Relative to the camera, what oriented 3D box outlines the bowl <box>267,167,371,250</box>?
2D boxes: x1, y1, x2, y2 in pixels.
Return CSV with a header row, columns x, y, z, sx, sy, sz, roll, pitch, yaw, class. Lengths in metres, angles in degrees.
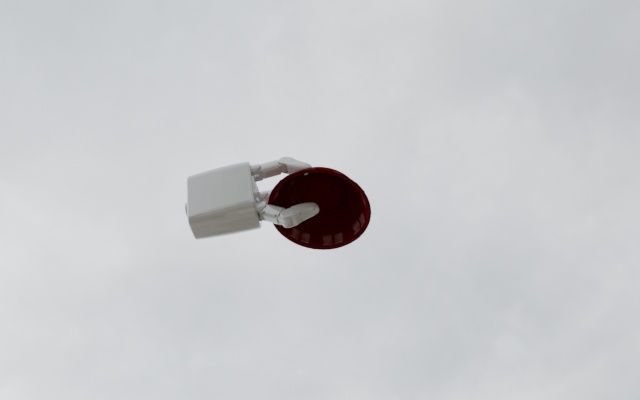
x,y,z,sx,sy,sz,roll,pitch,yaw,class
0.001,0.002,0.761,0.162,0.162,0.055,0,38,7,bowl
